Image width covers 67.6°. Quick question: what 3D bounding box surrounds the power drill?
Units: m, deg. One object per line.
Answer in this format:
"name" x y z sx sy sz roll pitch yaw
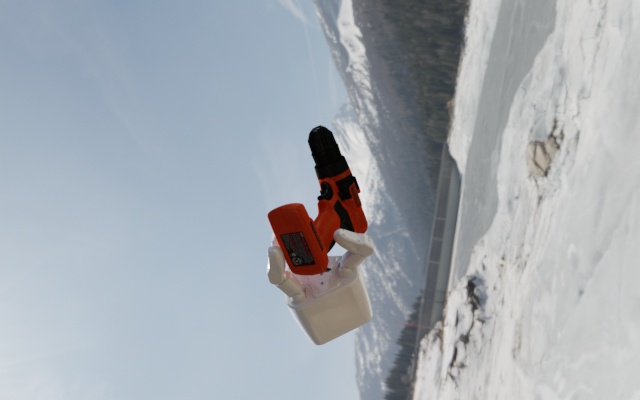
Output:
"power drill" 0.000 0.003 0.676 0.057 0.184 0.187 -12 20 32
